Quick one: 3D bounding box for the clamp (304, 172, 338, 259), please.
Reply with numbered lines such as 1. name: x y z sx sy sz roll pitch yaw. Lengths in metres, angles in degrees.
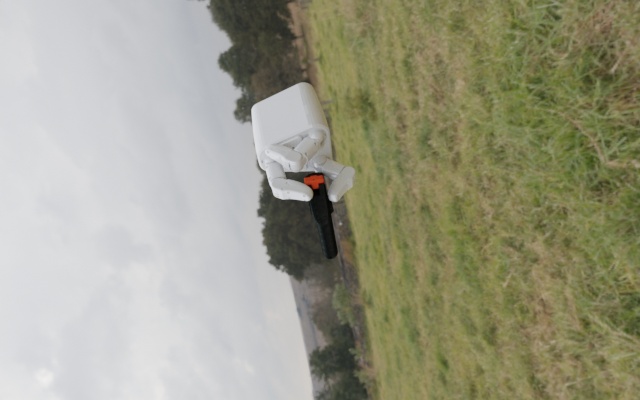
1. clamp: 0.000 0.003 0.745 0.039 0.120 0.172 -13 -37 -3
